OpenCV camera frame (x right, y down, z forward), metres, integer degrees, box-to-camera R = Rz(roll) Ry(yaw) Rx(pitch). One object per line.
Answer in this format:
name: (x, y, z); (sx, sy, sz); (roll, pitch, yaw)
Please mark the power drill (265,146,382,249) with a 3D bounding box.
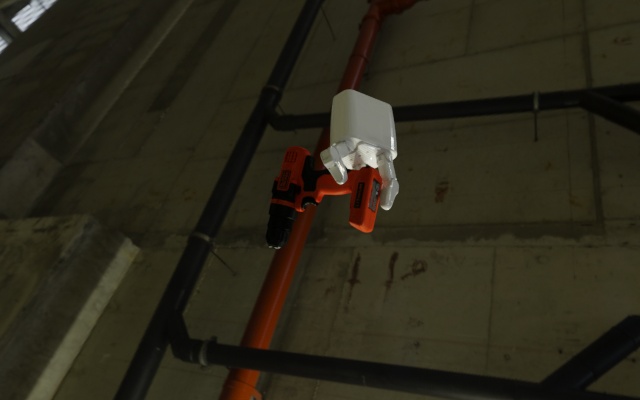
power drill: (0.001, 0.002, 0.803); (0.187, 0.184, 0.057); (8, -9, 27)
